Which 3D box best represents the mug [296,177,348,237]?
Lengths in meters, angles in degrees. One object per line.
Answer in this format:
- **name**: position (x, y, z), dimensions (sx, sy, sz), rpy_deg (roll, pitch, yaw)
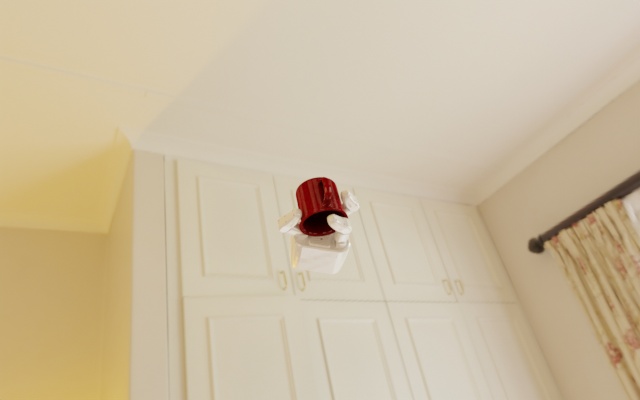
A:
- **mug**: position (0.000, 0.002, 0.894), dimensions (0.093, 0.081, 0.117), rpy_deg (-5, -35, -13)
